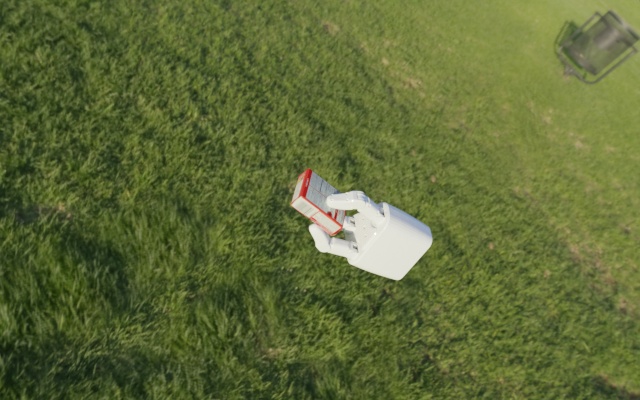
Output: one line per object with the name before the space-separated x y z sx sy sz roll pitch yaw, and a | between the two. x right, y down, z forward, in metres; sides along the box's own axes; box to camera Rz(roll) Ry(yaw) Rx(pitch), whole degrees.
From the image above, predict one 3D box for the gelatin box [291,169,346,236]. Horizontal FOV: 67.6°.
gelatin box | 0.000 0.002 0.755 0.089 0.073 0.030 37 -53 -20
